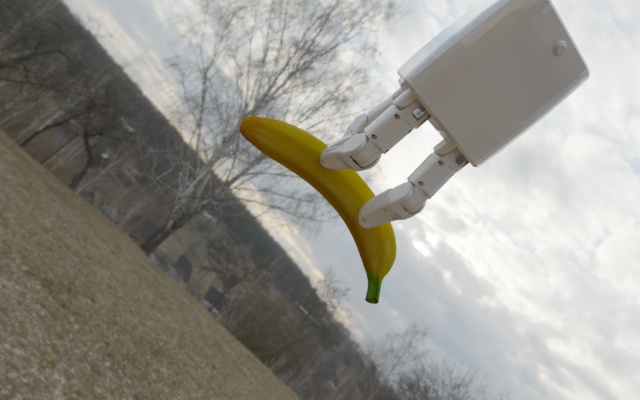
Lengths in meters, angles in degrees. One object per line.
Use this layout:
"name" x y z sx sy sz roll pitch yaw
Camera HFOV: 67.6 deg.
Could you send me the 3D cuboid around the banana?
"banana" 0.012 -0.005 0.424 0.037 0.198 0.069 -31 10 44
